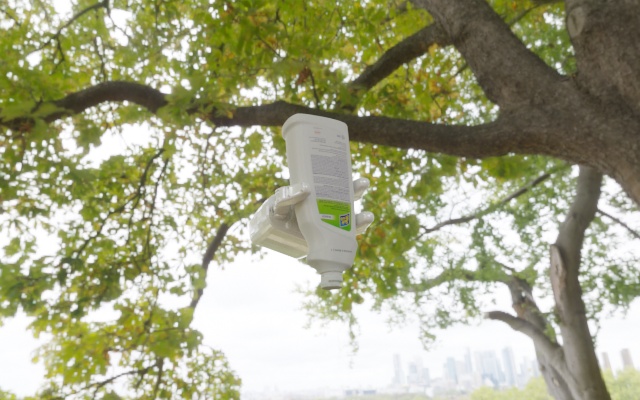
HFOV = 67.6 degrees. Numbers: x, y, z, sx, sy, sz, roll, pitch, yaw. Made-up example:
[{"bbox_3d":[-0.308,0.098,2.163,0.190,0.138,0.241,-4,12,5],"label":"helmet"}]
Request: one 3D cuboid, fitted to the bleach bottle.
[{"bbox_3d":[0.000,0.002,0.692,0.102,0.250,0.068,6,-23,-24],"label":"bleach bottle"}]
